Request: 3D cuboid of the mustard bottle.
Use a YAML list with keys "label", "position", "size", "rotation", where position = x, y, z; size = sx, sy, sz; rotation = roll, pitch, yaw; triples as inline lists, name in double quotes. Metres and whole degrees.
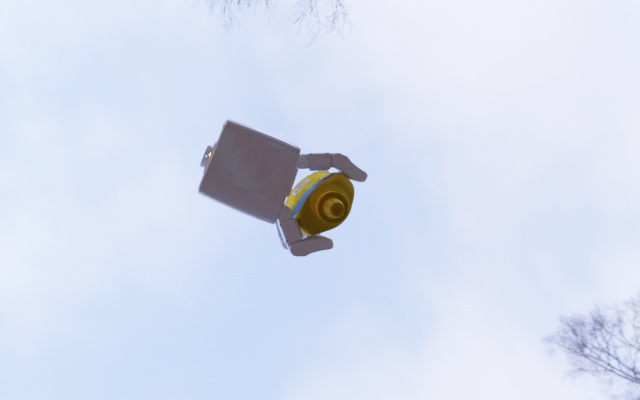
- label: "mustard bottle"
  position: [0.000, 0.002, 0.661]
  size: [0.096, 0.058, 0.191]
  rotation: [-45, 12, -5]
